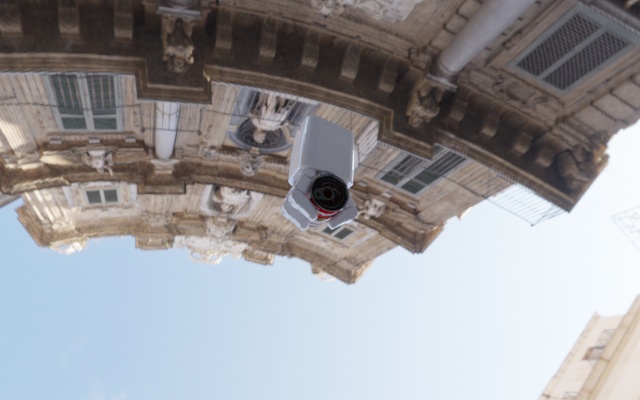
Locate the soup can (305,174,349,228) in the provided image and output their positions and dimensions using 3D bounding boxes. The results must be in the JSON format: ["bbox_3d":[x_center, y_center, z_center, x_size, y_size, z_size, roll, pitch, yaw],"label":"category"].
[{"bbox_3d":[0.000,0.003,0.849,0.068,0.068,0.102,0,-20,-21],"label":"soup can"}]
